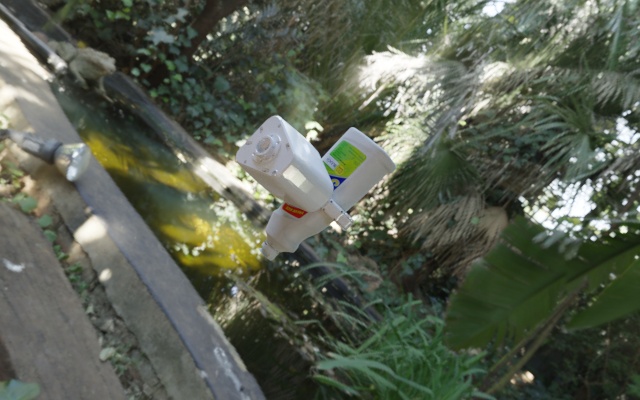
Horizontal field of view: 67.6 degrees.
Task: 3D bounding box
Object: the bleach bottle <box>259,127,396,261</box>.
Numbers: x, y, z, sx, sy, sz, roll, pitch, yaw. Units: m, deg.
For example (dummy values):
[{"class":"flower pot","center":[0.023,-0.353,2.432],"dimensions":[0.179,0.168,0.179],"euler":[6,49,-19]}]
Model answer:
[{"class":"bleach bottle","center":[0.000,0.002,0.773],"dimensions":[0.102,0.251,0.068],"euler":[45,2,41]}]
